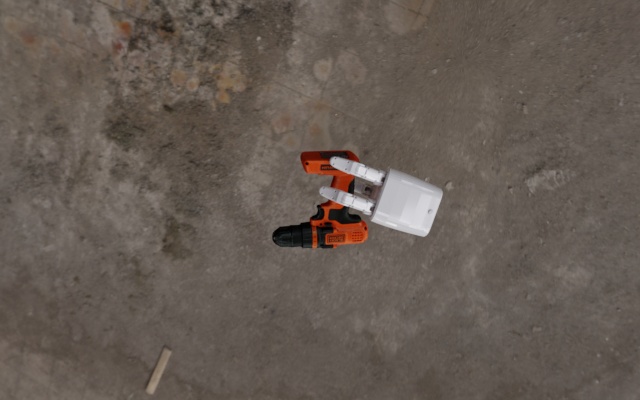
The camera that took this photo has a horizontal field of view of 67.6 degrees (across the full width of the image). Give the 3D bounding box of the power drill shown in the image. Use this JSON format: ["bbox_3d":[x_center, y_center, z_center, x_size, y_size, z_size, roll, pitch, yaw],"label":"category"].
[{"bbox_3d":[0.000,0.003,0.888,0.184,0.188,0.057,-4,26,-10],"label":"power drill"}]
